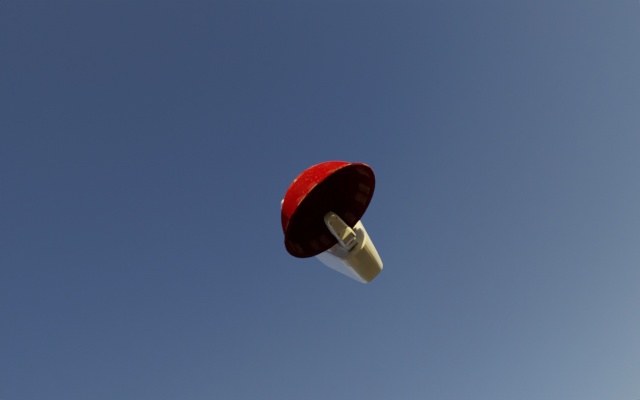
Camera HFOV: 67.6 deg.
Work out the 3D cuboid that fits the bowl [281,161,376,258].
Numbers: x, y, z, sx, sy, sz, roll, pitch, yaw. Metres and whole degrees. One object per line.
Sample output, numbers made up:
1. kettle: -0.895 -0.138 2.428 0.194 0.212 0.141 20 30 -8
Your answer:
1. bowl: 0.000 0.001 0.665 0.055 0.162 0.162 43 25 30
